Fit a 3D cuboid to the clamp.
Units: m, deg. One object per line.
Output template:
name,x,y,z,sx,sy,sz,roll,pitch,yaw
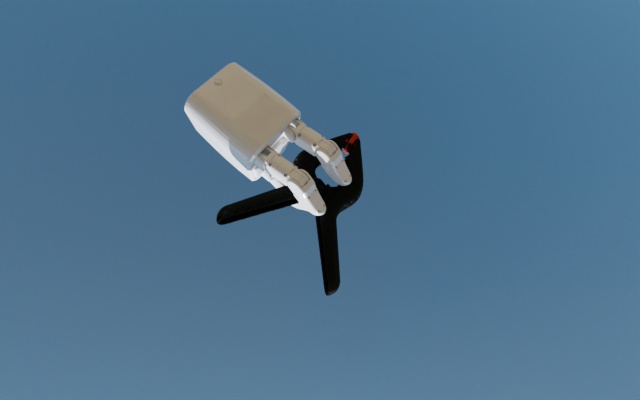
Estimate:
clamp,0.000,0.002,0.593,0.164,0.210,0.036,40,-26,3
